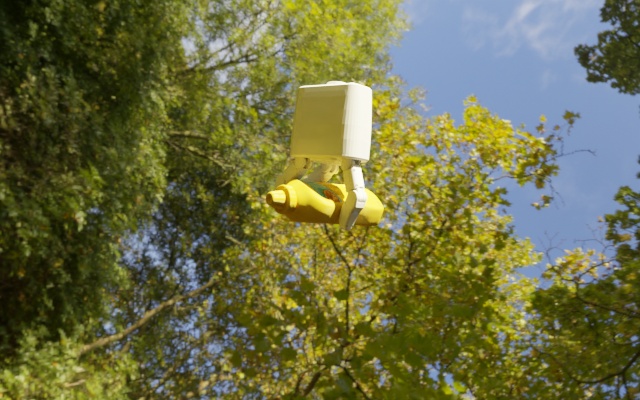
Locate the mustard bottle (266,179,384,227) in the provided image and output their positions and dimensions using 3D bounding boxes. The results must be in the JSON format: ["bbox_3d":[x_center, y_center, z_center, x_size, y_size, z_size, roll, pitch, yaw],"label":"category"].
[{"bbox_3d":[0.000,0.003,0.712,0.191,0.058,0.096,5,22,-43],"label":"mustard bottle"}]
